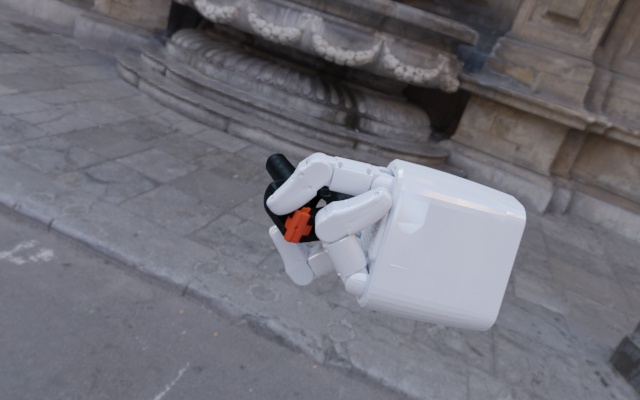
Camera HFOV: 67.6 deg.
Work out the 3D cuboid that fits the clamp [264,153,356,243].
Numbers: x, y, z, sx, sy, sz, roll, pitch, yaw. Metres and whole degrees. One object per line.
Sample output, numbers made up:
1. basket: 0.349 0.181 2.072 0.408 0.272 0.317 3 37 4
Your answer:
1. clamp: 0.000 0.001 0.455 0.120 0.039 0.171 14 21 -7
